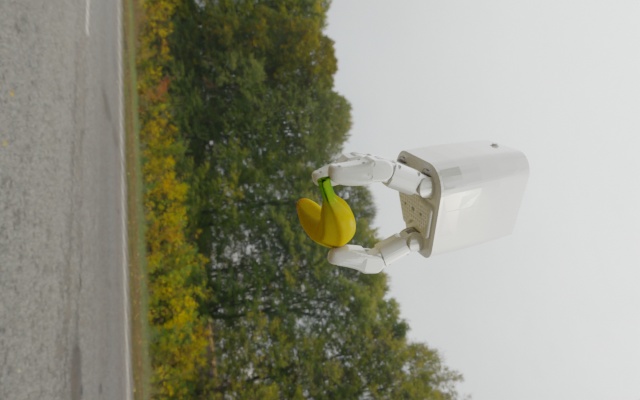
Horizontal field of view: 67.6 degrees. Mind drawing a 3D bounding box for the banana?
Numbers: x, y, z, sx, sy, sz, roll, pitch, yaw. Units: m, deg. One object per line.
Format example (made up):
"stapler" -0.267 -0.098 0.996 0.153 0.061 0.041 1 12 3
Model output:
"banana" 0.005 0.019 0.528 0.037 0.069 0.198 -14 -4 -12
